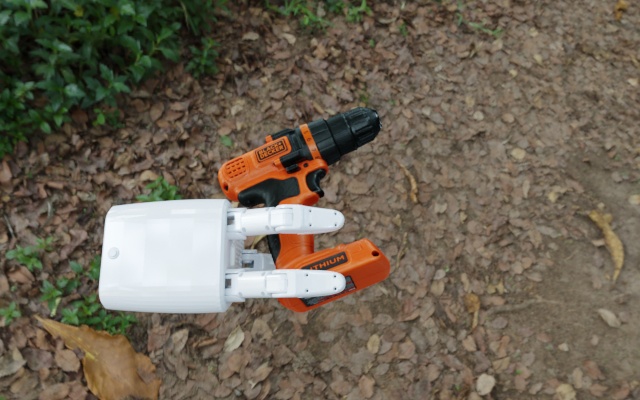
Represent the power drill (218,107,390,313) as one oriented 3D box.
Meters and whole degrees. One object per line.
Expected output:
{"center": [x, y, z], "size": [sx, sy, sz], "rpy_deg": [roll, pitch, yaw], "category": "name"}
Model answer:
{"center": [0.000, 0.002, 0.476], "size": [0.184, 0.187, 0.057], "rpy_deg": [-24, -34, 4], "category": "power drill"}
